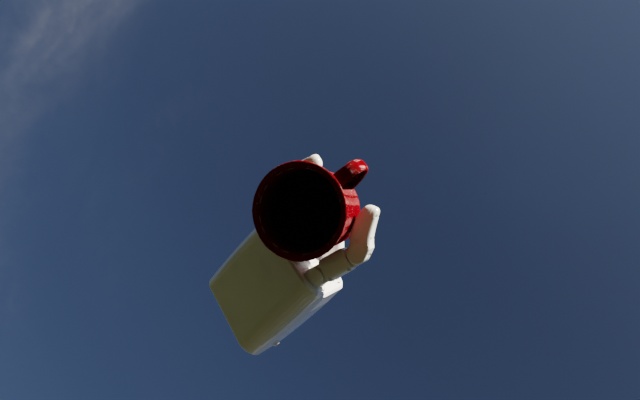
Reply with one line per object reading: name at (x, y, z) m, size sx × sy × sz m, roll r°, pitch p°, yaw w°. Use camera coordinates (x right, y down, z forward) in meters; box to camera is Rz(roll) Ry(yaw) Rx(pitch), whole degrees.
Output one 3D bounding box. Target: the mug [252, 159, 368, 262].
mug at (0.001, 0.001, 0.472) m, size 0.117 × 0.093 × 0.081 m, roll -44°, pitch -12°, yaw 13°
